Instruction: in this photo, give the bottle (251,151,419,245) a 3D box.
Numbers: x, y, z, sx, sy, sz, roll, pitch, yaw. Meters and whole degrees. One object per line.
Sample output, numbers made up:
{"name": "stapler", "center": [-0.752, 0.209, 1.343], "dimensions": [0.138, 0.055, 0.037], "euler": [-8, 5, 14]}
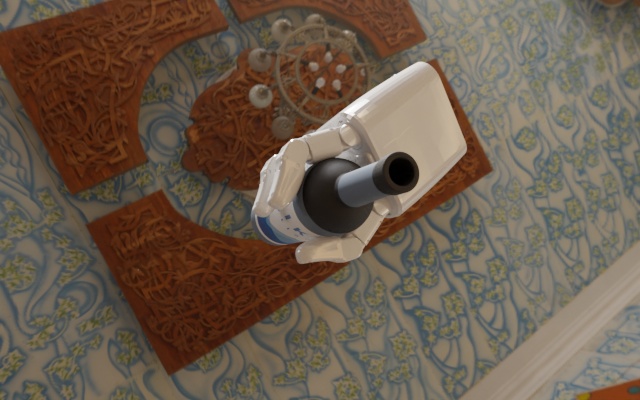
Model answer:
{"name": "bottle", "center": [0.000, 0.002, 0.442], "dimensions": [0.069, 0.069, 0.296], "euler": [0, -8, -21]}
